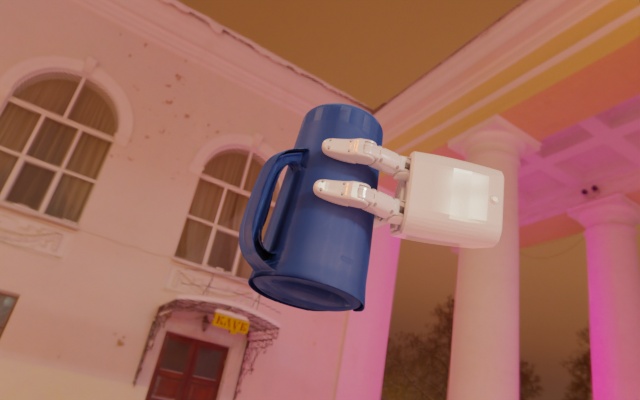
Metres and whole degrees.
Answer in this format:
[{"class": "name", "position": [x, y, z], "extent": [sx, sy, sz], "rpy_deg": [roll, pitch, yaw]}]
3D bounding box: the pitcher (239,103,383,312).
[{"class": "pitcher", "position": [0.000, 0.002, 0.572], "extent": [0.145, 0.242, 0.149], "rpy_deg": [11, -25, 2]}]
